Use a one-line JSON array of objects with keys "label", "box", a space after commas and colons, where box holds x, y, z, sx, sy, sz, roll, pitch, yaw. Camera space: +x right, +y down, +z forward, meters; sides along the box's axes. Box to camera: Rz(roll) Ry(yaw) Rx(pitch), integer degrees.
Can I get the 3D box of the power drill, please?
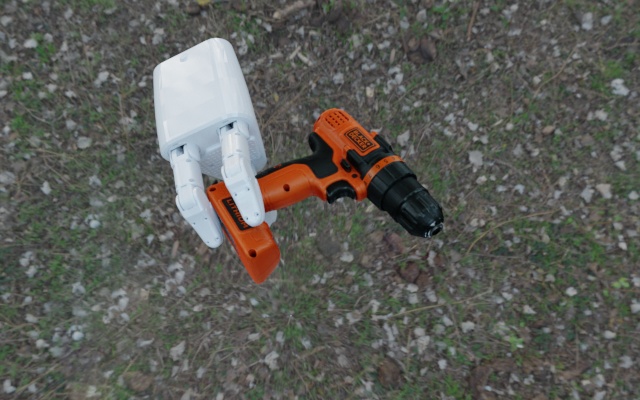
[{"label": "power drill", "box": [0.000, 0.002, 0.468, 0.187, 0.057, 0.184, -28, 54, -18]}]
